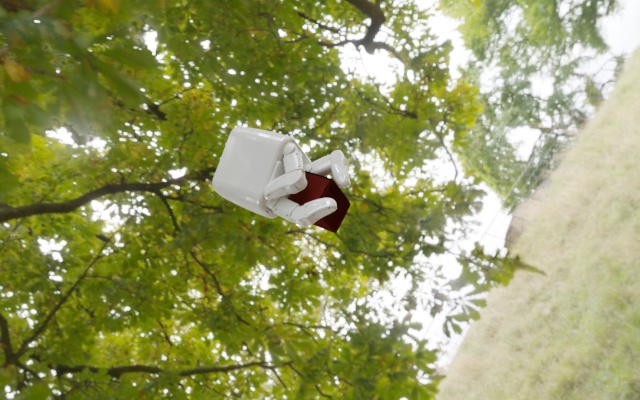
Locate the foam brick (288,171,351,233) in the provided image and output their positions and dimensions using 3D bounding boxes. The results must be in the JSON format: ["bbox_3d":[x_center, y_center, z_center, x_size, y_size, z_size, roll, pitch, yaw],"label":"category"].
[{"bbox_3d":[0.000,0.003,0.693,0.051,0.053,0.078,18,-20,34],"label":"foam brick"}]
